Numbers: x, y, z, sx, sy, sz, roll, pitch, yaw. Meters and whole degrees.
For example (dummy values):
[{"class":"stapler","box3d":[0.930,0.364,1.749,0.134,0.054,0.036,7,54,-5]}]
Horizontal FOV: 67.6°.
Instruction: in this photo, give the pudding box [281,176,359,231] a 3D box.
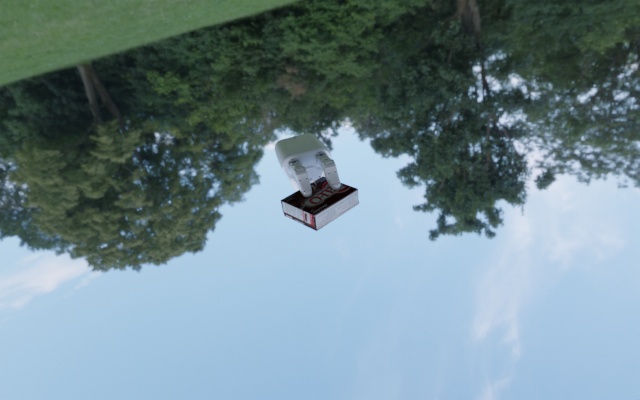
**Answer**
[{"class":"pudding box","box3d":[0.000,0.003,0.860,0.113,0.039,0.090,-33,37,-33]}]
